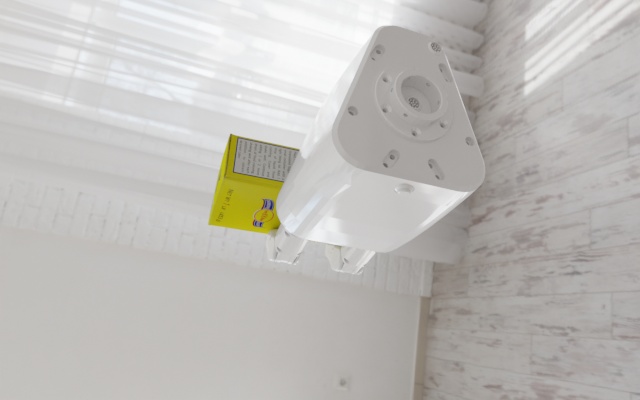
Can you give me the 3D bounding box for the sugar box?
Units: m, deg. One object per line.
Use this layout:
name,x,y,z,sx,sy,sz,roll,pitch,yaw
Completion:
sugar box,0.000,0.002,0.407,0.176,0.048,0.093,12,-28,-14
